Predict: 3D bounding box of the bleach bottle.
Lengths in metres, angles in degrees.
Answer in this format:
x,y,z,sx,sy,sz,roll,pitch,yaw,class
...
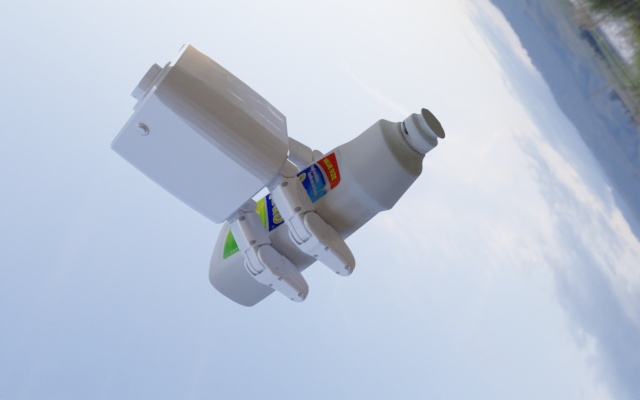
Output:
x,y,z,sx,sy,sz,roll,pitch,yaw,class
0.000,0.002,0.424,0.068,0.102,0.251,37,-54,-22,bleach bottle
